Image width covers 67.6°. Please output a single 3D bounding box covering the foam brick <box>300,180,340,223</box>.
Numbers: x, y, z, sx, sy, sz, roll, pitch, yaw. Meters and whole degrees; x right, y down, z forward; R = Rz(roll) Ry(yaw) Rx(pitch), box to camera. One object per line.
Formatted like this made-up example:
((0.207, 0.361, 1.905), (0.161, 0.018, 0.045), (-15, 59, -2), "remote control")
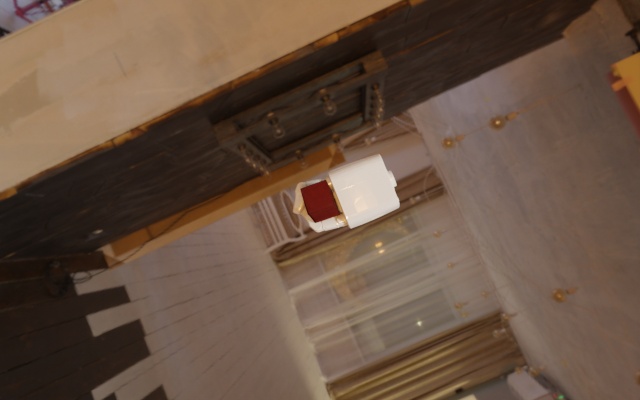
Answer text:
((0.000, 0.003, 0.876), (0.051, 0.053, 0.078), (-19, -16, 4), "foam brick")
